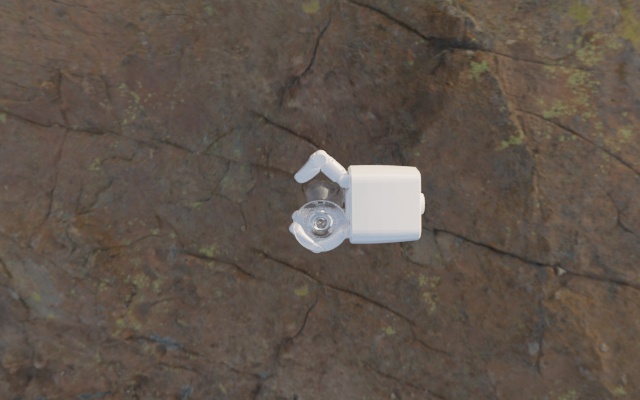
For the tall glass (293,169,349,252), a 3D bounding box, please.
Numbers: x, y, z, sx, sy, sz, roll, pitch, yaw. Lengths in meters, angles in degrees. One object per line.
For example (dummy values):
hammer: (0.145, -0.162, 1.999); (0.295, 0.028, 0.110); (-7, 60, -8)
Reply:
tall glass: (0.000, 0.003, 0.726); (0.079, 0.079, 0.201); (0, 19, -1)
